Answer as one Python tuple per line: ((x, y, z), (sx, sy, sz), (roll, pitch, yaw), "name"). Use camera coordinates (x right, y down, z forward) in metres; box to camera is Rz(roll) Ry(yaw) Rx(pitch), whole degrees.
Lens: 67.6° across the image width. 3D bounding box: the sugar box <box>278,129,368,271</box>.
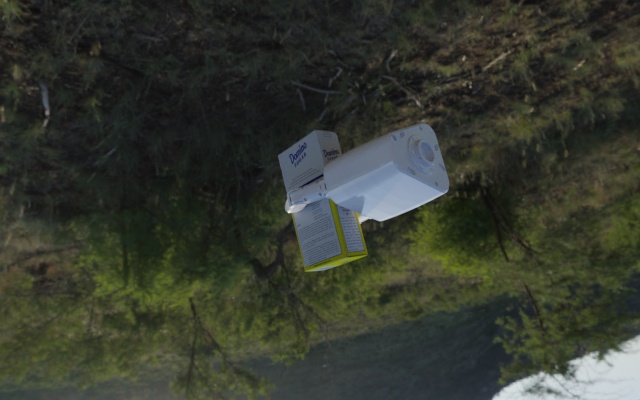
((0.001, 0.002, 0.654), (0.048, 0.176, 0.093), (1, -19, -41), "sugar box")
